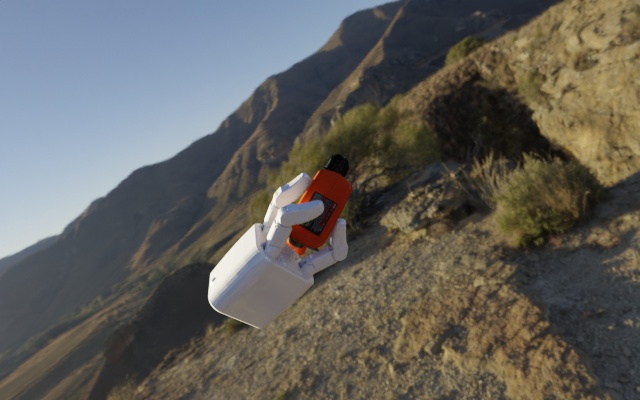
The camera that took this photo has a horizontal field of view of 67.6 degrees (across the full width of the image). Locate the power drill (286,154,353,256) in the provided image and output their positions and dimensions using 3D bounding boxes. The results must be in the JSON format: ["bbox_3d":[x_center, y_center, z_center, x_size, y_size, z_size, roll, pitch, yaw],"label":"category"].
[{"bbox_3d":[0.000,0.003,0.721,0.057,0.184,0.187,27,-5,-2],"label":"power drill"}]
